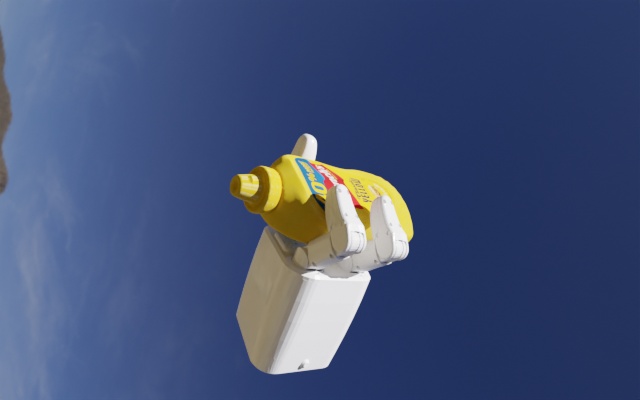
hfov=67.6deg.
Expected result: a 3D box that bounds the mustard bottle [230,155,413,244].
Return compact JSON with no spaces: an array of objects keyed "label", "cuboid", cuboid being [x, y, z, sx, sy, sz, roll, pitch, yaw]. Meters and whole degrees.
[{"label":"mustard bottle","cuboid":[0.000,0.001,0.454,0.191,0.096,0.058,10,-49,-41]}]
